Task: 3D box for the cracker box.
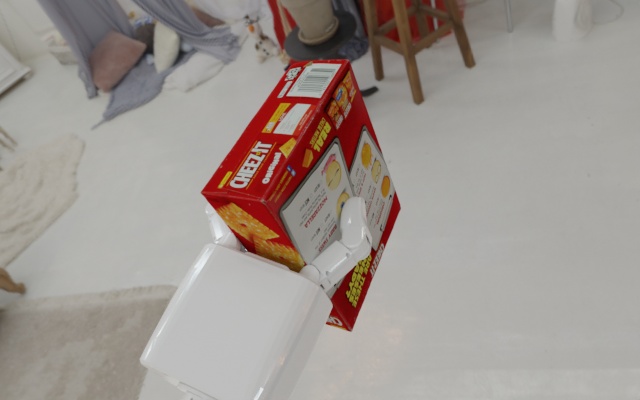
[{"bbox_3d":[0.000,0.001,0.462,0.072,0.164,0.214,8,-35,30],"label":"cracker box"}]
